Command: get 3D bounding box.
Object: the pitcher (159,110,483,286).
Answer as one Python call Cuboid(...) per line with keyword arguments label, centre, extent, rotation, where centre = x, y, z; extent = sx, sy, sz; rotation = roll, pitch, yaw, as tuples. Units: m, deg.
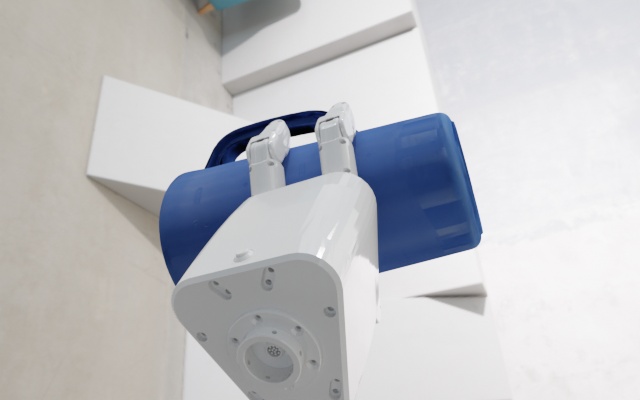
Cuboid(label="pitcher", centre=(0.000, 0.001, 0.405), extent=(0.243, 0.149, 0.145), rotation=(-15, 17, 19))
